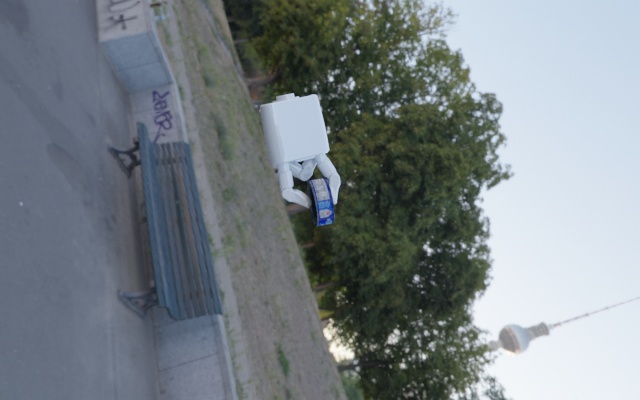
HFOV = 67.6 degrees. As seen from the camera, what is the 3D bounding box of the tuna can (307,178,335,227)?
[{"bbox_3d":[0.001,0.003,0.871,0.034,0.086,0.086,-10,1,-9],"label":"tuna can"}]
